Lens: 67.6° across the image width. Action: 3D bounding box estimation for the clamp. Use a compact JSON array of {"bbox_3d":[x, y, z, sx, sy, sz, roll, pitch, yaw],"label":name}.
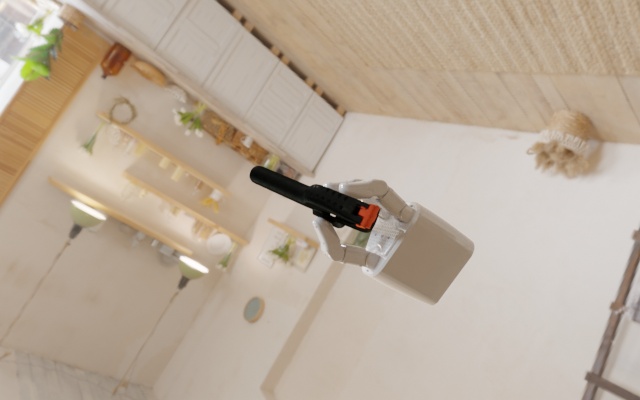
[{"bbox_3d":[0.000,0.003,0.598,0.164,0.036,0.210,28,-6,-19],"label":"clamp"}]
